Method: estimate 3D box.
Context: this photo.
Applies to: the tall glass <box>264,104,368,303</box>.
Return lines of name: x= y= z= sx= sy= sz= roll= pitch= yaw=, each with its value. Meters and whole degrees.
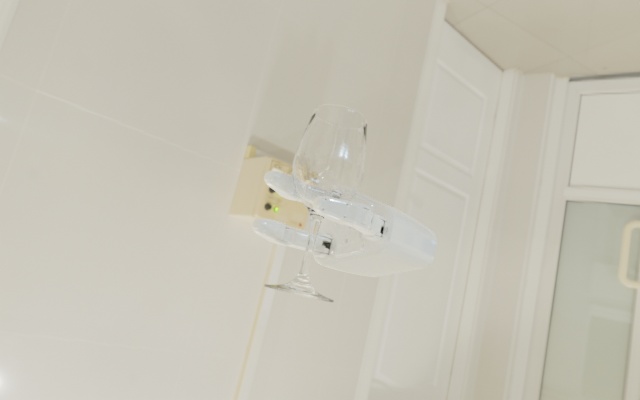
tall glass: x=0.000 y=0.002 z=0.511 sx=0.079 sy=0.201 sz=0.079 roll=13 pitch=-10 yaw=2
